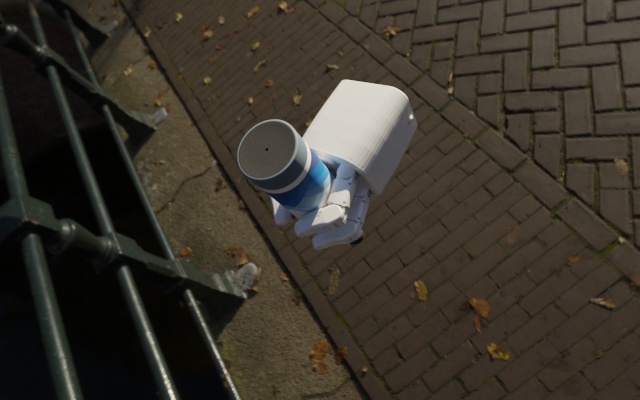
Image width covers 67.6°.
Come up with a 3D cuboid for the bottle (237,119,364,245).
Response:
[{"bbox_3d":[0.000,0.002,0.590,0.069,0.069,0.296,0,-21,22],"label":"bottle"}]
